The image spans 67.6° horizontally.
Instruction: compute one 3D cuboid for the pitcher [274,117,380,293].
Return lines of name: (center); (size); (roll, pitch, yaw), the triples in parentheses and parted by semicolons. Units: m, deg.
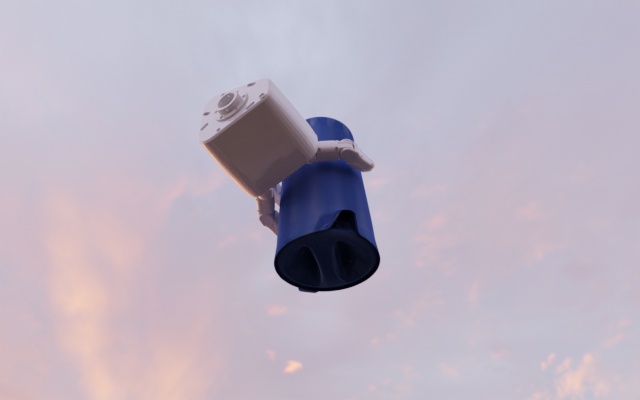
pitcher: (0.000, 0.002, 0.679); (0.149, 0.242, 0.145); (-22, -46, 20)
